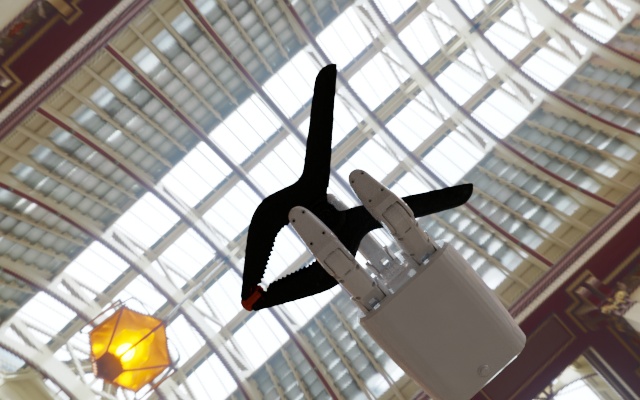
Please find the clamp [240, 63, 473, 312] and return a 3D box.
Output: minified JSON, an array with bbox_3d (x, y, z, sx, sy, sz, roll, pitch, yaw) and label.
[{"bbox_3d":[0.000,0.002,0.402,0.210,0.164,0.036,-42,0,0],"label":"clamp"}]
